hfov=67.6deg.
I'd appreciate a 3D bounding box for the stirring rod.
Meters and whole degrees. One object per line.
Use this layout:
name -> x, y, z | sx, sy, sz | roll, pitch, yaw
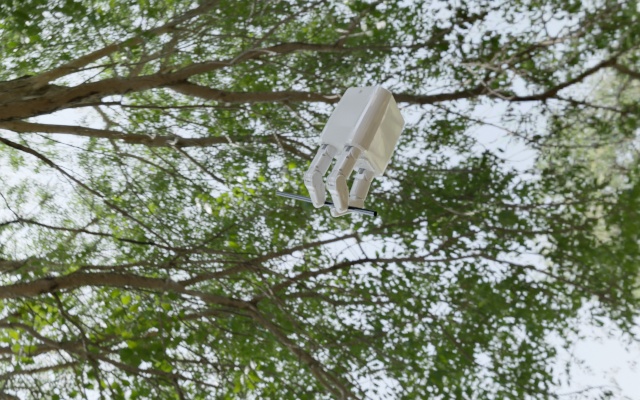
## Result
stirring rod -> 0.000, 0.002, 0.764 | 0.011, 0.011, 0.239 | 0, 8, -41
